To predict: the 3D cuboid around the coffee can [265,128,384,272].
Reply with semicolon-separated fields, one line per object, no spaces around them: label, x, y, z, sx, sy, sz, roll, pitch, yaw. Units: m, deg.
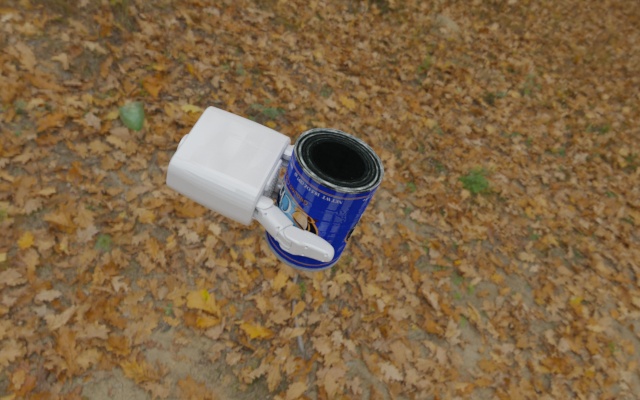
coffee can;0.000;0.002;0.560;0.103;0.102;0.140;0;-43;-24
